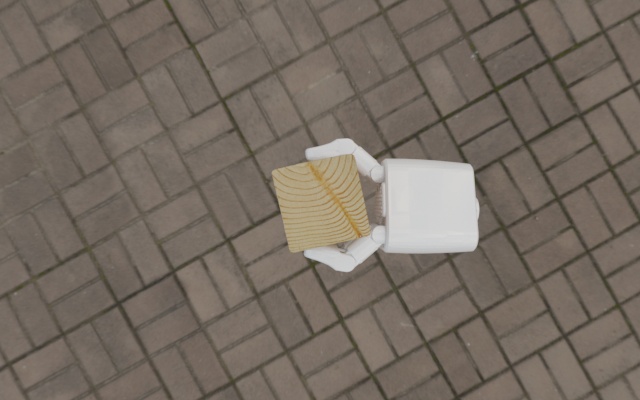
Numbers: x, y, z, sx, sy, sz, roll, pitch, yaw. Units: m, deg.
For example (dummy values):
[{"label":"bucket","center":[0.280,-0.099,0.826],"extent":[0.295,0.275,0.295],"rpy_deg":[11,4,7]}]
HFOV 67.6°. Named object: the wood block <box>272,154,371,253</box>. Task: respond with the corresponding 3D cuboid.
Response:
[{"label":"wood block","center":[0.000,0.002,0.597],"extent":[0.090,0.091,0.206],"rpy_deg":[-12,0,-1]}]
